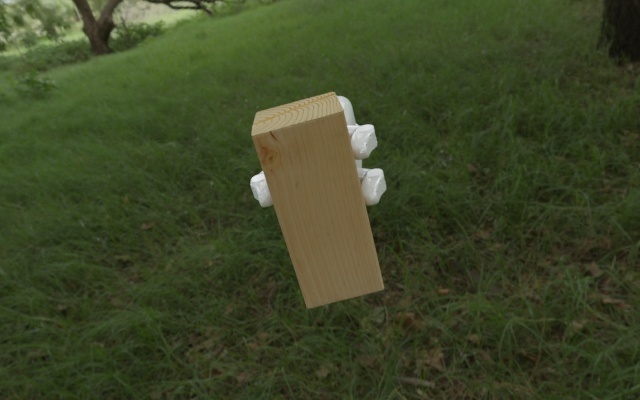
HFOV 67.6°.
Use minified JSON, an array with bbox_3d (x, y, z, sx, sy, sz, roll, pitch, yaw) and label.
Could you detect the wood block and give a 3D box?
[{"bbox_3d":[0.000,0.001,0.520,0.091,0.206,0.090,-15,25,2],"label":"wood block"}]
